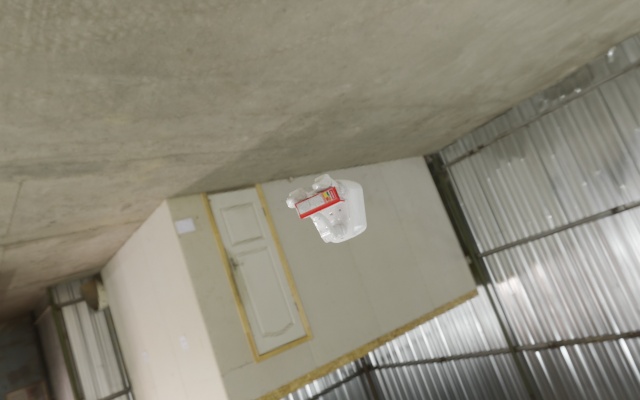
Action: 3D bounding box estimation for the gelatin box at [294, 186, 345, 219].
[{"bbox_3d":[0.000,0.003,0.810,0.073,0.030,0.089,-24,-2,7],"label":"gelatin box"}]
